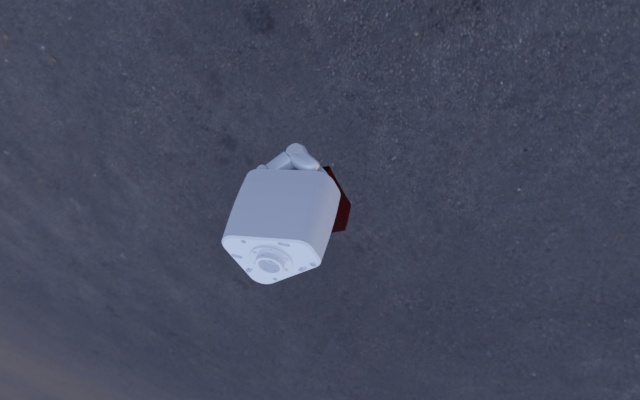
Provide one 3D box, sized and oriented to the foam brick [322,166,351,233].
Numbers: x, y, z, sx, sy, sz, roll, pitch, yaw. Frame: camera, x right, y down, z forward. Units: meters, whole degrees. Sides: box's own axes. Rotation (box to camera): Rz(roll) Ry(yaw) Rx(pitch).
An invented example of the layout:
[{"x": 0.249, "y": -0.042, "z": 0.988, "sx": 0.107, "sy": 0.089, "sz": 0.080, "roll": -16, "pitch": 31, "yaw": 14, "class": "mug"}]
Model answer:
[{"x": 0.000, "y": 0.002, "z": 0.641, "sx": 0.053, "sy": 0.051, "sz": 0.078, "roll": -12, "pitch": -48, "yaw": 25, "class": "foam brick"}]
